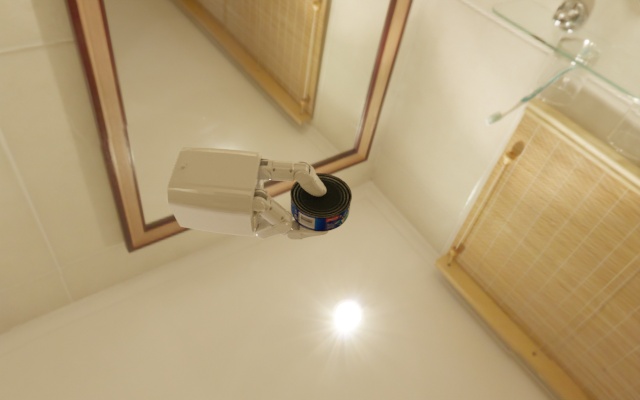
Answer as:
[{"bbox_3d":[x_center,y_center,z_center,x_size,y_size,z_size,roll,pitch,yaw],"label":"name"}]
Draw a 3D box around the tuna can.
[{"bbox_3d":[0.000,0.003,0.674,0.086,0.086,0.034,0,-44,-4],"label":"tuna can"}]
